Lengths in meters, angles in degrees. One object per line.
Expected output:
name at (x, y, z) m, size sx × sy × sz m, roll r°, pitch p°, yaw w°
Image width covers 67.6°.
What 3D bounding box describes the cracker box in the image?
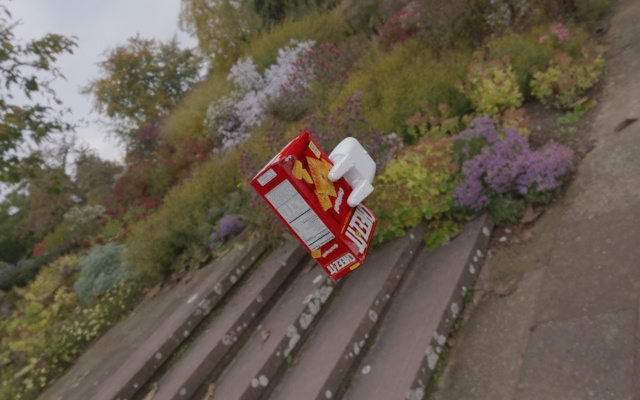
cracker box at (0.000, 0.003, 0.807) m, size 0.072 × 0.214 × 0.164 m, roll -35°, pitch 11°, yaw 27°
